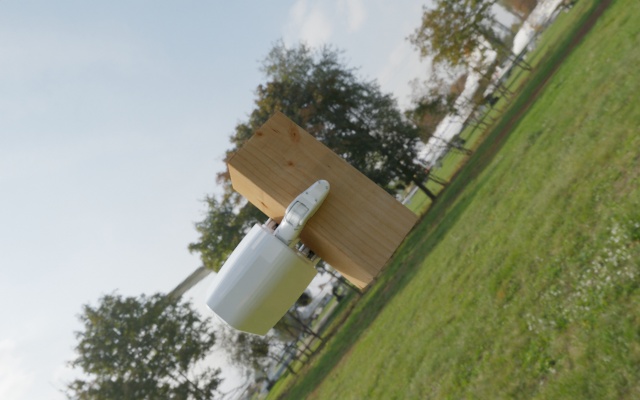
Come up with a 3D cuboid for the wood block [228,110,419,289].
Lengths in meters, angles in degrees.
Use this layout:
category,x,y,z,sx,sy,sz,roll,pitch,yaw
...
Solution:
category,x,y,z,sx,sy,sz,roll,pitch,yaw
wood block,0.000,0.002,0.569,0.206,0.090,0.091,38,-18,7
